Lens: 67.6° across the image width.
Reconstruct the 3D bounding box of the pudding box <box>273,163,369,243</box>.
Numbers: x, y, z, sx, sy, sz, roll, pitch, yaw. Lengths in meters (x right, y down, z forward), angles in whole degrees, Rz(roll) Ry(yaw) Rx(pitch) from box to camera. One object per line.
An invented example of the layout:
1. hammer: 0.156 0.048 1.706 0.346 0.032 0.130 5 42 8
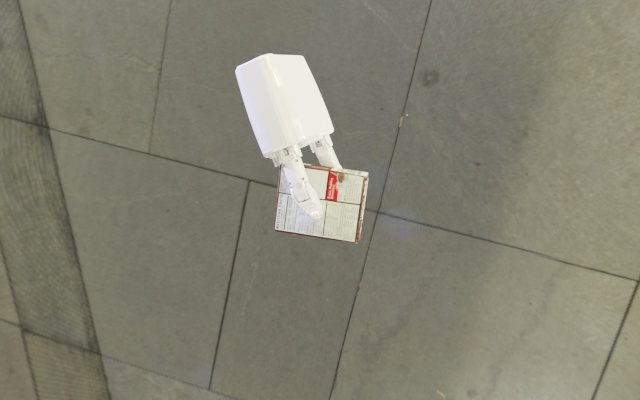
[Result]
1. pudding box: 0.000 0.002 0.612 0.113 0.090 0.039 9 10 9
